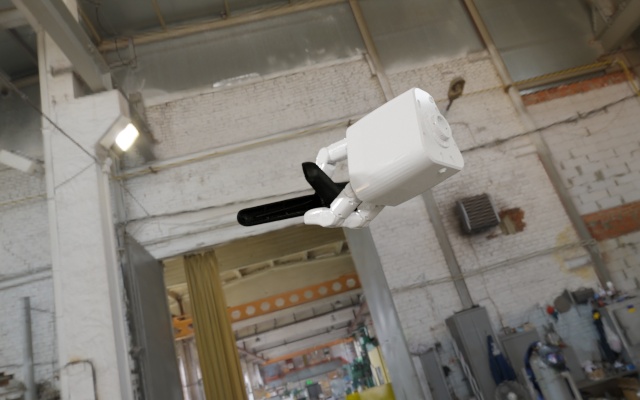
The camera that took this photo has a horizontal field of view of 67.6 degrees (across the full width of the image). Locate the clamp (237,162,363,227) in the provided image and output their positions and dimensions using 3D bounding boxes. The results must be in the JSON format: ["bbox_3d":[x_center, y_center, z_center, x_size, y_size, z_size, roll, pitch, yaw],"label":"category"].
[{"bbox_3d":[0.000,0.001,0.661,0.164,0.036,0.210,-28,-23,38],"label":"clamp"}]
